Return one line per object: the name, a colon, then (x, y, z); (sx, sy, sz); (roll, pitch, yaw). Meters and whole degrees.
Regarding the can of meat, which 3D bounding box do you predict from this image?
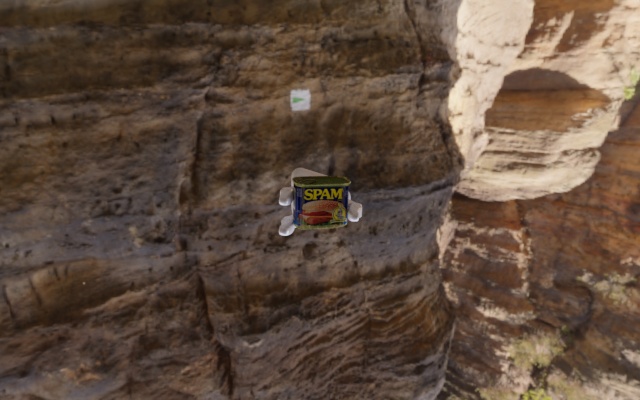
can of meat: (0.000, 0.003, 0.856); (0.102, 0.084, 0.057); (-2, 17, -12)
